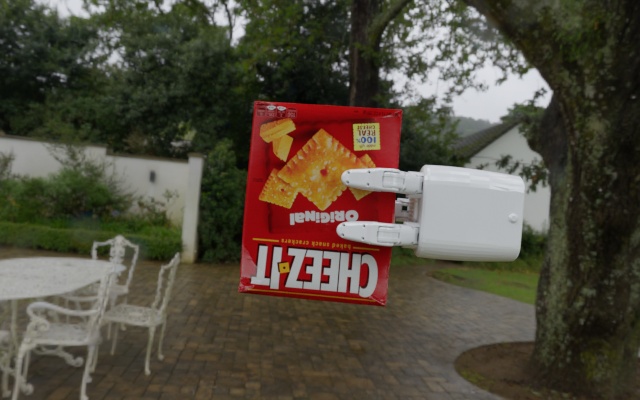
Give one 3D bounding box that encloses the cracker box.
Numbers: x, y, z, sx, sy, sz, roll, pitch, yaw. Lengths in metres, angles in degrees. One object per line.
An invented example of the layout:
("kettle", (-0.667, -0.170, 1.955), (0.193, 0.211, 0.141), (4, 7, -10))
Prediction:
("cracker box", (0.000, 0.002, 0.538), (0.164, 0.213, 0.072), (5, -1, 3))
